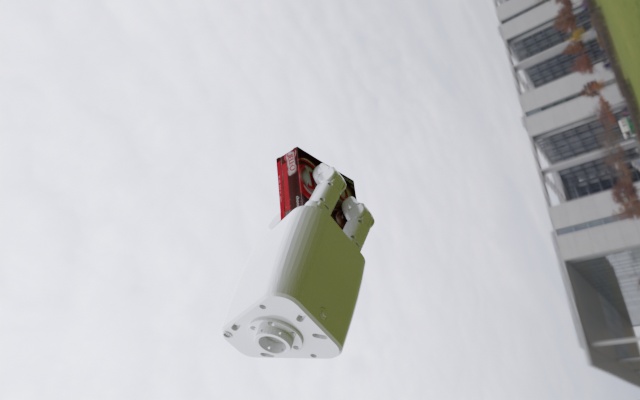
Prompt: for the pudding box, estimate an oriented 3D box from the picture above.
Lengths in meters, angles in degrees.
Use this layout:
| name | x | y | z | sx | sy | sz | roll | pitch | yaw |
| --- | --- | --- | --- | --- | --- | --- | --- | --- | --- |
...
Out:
| name | x | y | z | sx | sy | sz | roll | pitch | yaw |
| --- | --- | --- | --- | --- | --- | --- | --- | --- | --- |
| pudding box | 0.000 | 0.002 | 0.550 | 0.039 | 0.090 | 0.113 | -23 | -32 | 29 |
